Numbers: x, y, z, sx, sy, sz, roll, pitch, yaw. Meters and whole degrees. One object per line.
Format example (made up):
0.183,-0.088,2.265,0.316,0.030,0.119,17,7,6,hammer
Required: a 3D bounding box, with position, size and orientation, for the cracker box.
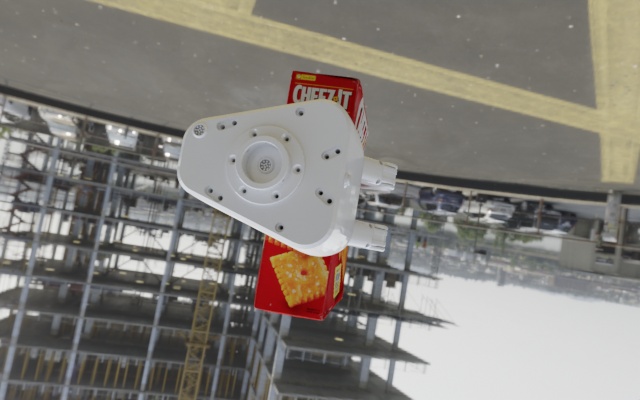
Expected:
0.000,0.002,0.490,0.072,0.213,0.164,9,-5,8,cracker box
